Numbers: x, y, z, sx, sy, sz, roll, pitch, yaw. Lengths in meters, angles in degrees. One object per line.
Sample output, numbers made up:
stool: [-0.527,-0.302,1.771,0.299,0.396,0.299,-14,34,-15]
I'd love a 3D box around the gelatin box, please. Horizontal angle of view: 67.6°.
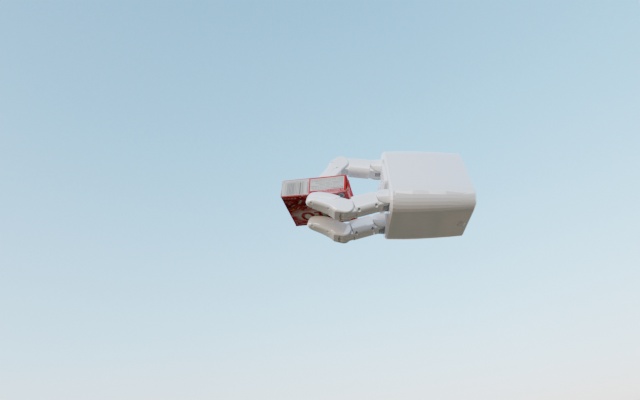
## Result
gelatin box: [0.000,0.002,0.633,0.089,0.030,0.073,-5,-35,13]
